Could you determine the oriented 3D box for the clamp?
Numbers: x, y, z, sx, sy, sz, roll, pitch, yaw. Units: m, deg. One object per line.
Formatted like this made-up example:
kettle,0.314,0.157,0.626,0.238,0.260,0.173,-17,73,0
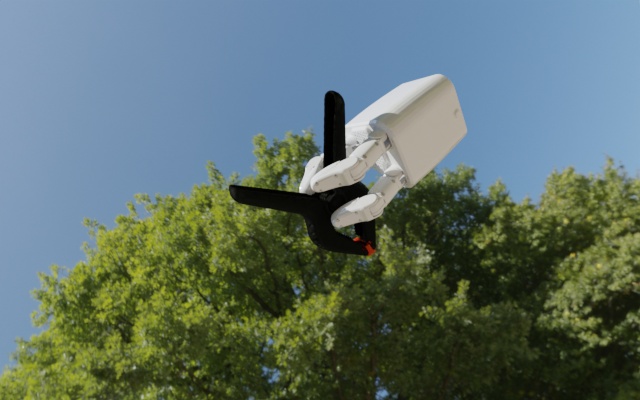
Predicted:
clamp,0.000,0.002,0.563,0.164,0.210,0.036,-39,34,-14
